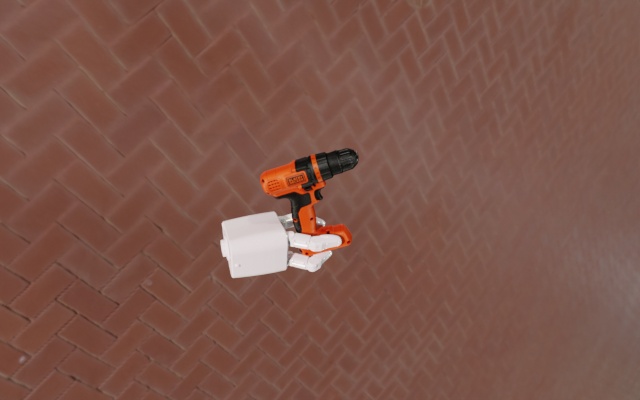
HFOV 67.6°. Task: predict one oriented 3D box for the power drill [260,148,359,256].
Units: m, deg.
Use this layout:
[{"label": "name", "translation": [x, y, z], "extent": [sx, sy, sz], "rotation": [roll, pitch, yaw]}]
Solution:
[{"label": "power drill", "translation": [0.000, 0.003, 0.899], "extent": [0.184, 0.188, 0.057], "rotation": [-16, 23, 7]}]
